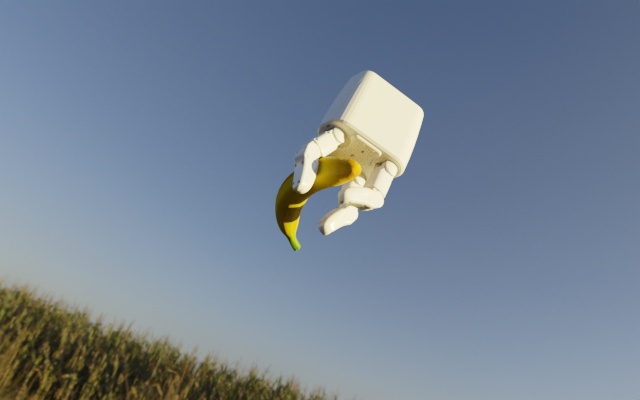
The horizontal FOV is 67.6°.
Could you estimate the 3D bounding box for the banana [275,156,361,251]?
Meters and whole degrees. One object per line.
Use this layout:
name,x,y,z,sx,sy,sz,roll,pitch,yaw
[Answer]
banana,-0.016,-0.007,0.598,0.069,0.037,0.198,37,-39,0
